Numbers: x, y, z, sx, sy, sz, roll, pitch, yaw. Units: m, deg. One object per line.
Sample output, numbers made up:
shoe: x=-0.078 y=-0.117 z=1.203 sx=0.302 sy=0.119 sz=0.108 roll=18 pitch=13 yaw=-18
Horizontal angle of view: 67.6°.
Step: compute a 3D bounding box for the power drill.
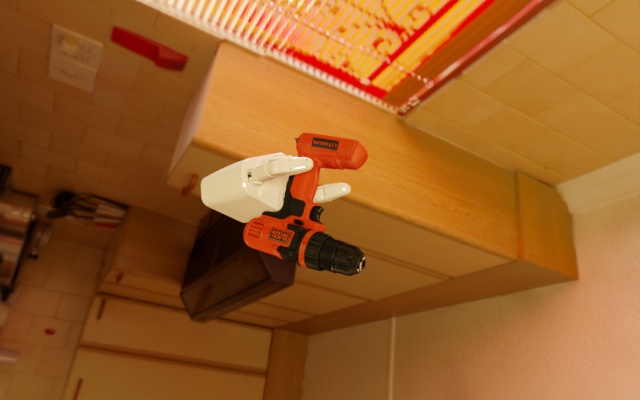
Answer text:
power drill: x=0.000 y=0.002 z=0.663 sx=0.184 sy=0.187 sz=0.057 roll=14 pitch=-20 yaw=26
